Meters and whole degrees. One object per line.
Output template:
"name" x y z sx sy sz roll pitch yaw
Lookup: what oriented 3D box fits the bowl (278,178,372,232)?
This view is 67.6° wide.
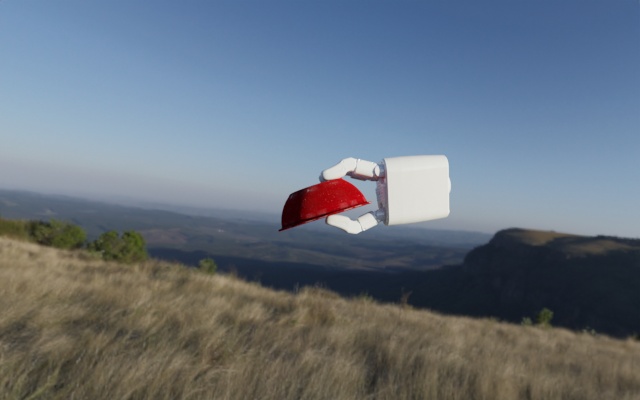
"bowl" -0.001 0.003 0.789 0.162 0.055 0.162 -18 -2 -1
